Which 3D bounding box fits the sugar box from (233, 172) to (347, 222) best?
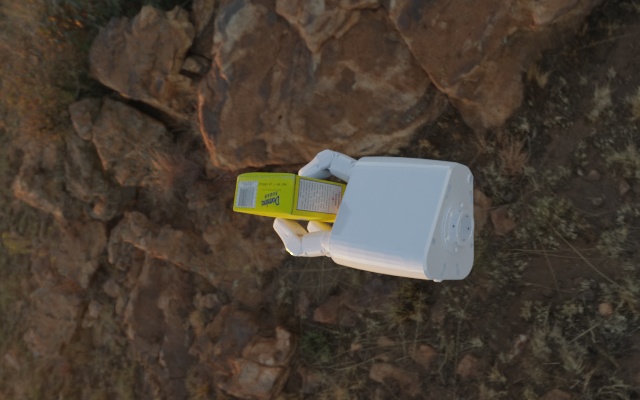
[{"bbox_3d":[0.000,0.002,0.541,0.093,0.048,0.176,3,-6,43],"label":"sugar box"}]
